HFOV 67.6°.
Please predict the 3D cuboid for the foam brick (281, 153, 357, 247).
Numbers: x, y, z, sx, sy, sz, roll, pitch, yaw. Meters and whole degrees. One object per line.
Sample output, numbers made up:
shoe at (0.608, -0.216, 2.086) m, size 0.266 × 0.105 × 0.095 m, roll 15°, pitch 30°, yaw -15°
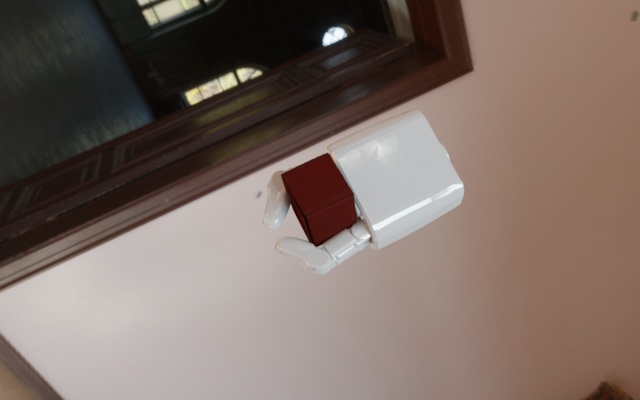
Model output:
foam brick at (0.000, 0.002, 0.464) m, size 0.051 × 0.053 × 0.078 m, roll -26°, pitch -26°, yaw -6°
